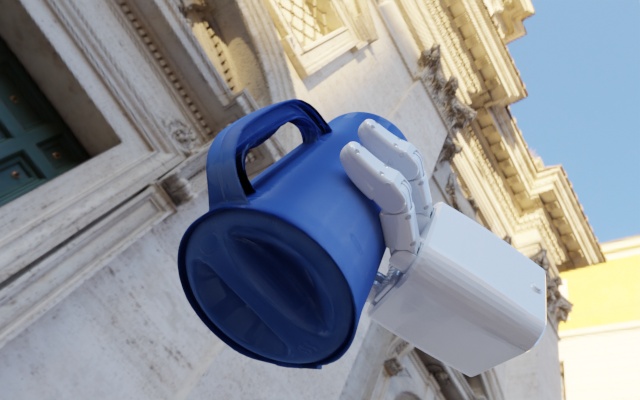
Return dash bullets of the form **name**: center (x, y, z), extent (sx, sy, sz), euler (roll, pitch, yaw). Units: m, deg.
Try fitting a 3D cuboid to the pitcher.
- **pitcher**: center (0.000, 0.001, 0.403), extent (0.145, 0.149, 0.242), euler (31, 36, 5)
